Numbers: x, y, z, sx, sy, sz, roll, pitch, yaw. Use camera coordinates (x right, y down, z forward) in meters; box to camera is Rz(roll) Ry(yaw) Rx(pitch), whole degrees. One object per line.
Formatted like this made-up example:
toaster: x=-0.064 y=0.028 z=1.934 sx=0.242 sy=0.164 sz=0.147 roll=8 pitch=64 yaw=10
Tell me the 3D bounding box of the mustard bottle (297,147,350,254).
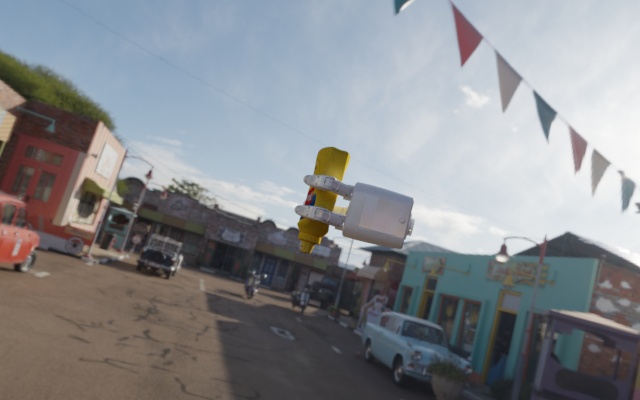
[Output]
mustard bottle: x=0.000 y=0.002 z=0.867 sx=0.058 sy=0.191 sz=0.096 roll=18 pitch=-9 yaw=-14
